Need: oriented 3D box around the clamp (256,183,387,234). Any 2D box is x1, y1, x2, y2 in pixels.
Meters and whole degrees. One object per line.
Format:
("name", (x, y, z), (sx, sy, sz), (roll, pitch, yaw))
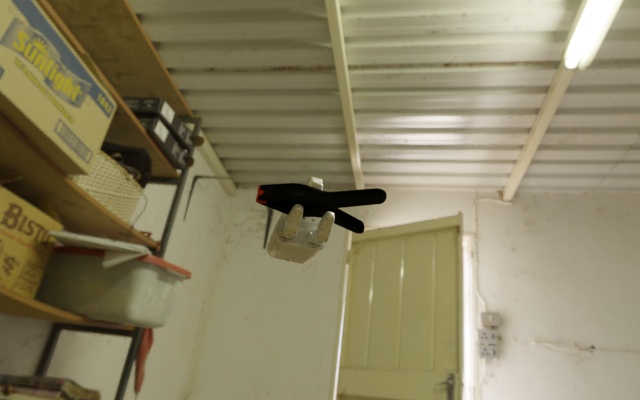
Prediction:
("clamp", (0.000, 0.002, 0.798), (0.210, 0.036, 0.165), (13, -25, -11))
